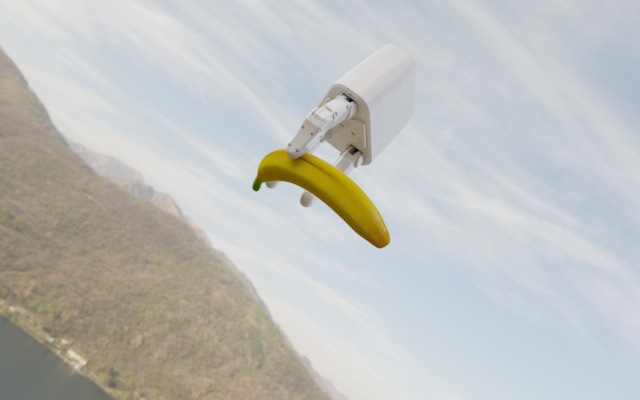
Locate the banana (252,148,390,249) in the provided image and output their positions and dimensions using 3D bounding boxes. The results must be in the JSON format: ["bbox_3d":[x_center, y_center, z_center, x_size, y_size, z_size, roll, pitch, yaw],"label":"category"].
[{"bbox_3d":[-0.004,-0.014,0.514,0.197,0.070,0.037,25,47,36],"label":"banana"}]
